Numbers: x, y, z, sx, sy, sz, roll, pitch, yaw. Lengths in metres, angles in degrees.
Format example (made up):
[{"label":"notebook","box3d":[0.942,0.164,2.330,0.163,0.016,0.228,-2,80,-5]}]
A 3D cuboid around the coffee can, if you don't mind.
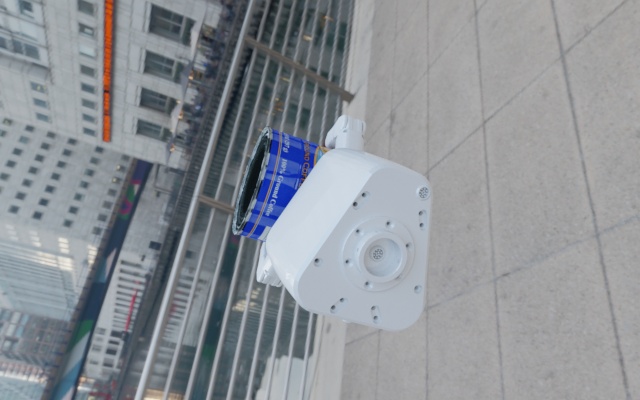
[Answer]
[{"label":"coffee can","box3d":[0.000,0.001,0.451,0.140,0.103,0.103,17,-5,-16]}]
